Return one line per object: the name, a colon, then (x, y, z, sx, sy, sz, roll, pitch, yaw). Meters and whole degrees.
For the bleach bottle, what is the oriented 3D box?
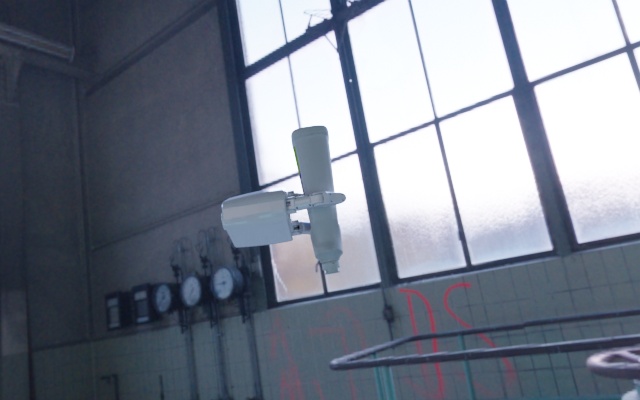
bleach bottle: (0.000, 0.003, 0.840, 0.068, 0.250, 0.102, -9, -12, -2)
